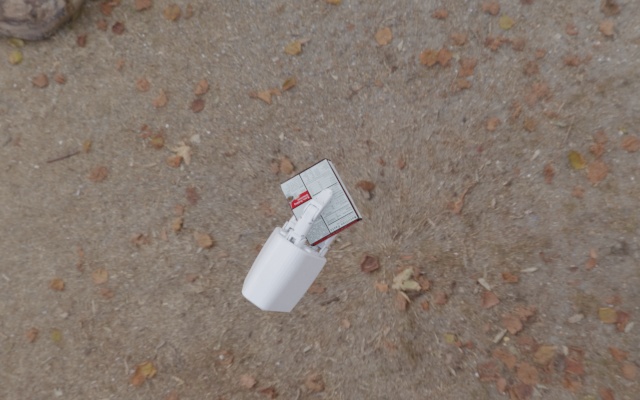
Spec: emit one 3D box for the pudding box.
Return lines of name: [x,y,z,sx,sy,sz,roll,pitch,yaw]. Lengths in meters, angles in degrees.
pudding box: [0.000,0.002,0.746,0.090,0.113,0.039,-29,-8,7]
